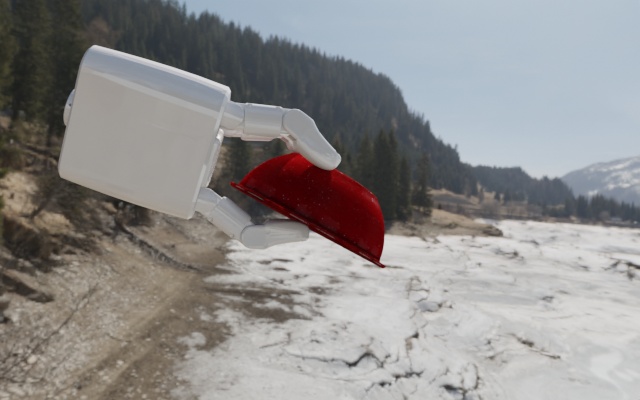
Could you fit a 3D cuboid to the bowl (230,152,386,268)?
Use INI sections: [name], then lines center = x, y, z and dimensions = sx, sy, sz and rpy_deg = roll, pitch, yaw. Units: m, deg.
[bowl]
center = 0.001, 0.002, 0.445
dimensions = 0.162, 0.055, 0.162
rpy_deg = 29, -5, 2
